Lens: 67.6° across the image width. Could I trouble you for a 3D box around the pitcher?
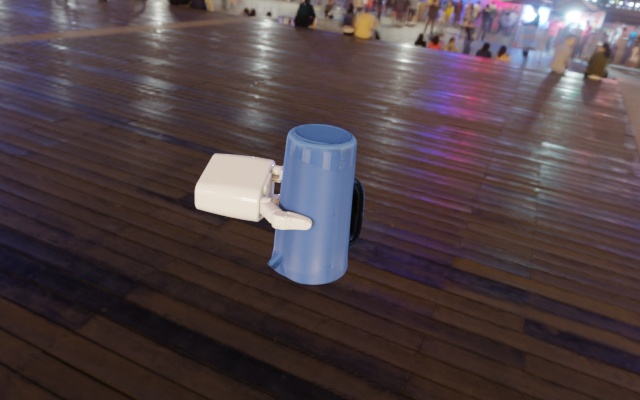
[{"bbox_3d":[0.000,0.003,0.788,0.145,0.243,0.149,10,27,6],"label":"pitcher"}]
